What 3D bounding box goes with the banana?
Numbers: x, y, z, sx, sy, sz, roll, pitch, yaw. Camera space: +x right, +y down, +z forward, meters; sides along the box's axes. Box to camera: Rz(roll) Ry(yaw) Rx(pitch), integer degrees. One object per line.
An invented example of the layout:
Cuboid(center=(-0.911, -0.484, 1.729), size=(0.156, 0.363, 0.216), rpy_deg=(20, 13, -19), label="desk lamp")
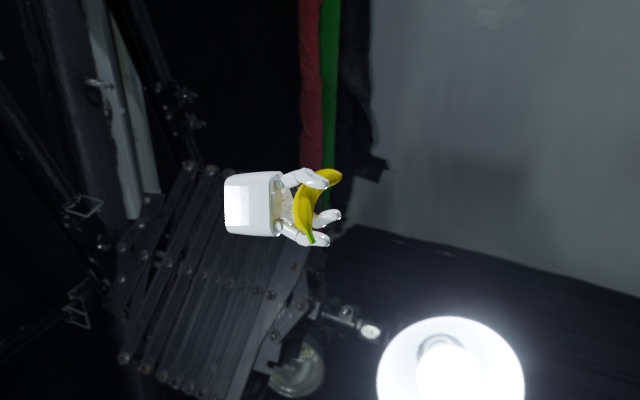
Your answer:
Cuboid(center=(-0.010, -0.009, 0.866), size=(0.037, 0.070, 0.197), rpy_deg=(-14, 33, 32), label="banana")
